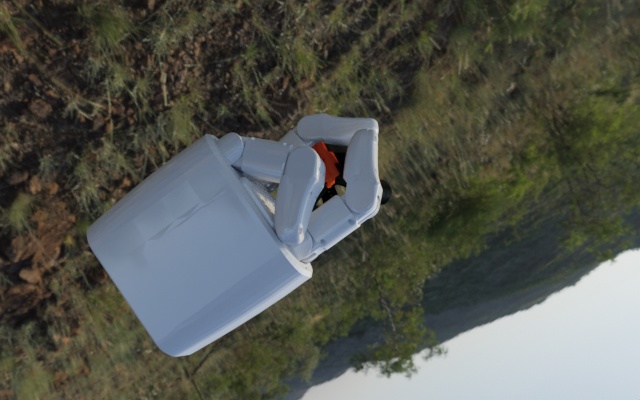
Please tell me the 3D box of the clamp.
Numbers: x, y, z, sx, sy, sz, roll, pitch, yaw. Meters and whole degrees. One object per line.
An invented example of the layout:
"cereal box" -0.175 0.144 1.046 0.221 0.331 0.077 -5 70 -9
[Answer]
"clamp" 0.000 0.002 0.403 0.120 0.039 0.171 -35 -19 4
